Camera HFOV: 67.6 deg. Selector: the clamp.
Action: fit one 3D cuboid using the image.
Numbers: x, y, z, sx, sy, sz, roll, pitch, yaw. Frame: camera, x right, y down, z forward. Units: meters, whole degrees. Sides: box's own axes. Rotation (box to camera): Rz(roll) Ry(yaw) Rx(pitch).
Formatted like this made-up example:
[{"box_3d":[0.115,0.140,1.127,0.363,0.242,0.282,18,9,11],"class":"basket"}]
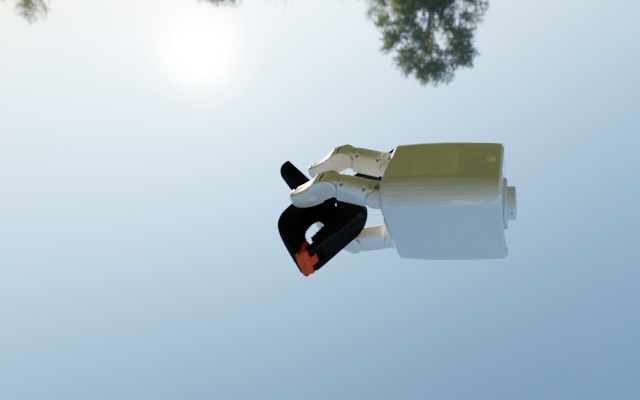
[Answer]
[{"box_3d":[0.000,0.003,0.522,0.164,0.036,0.210,-3,33,25],"class":"clamp"}]
